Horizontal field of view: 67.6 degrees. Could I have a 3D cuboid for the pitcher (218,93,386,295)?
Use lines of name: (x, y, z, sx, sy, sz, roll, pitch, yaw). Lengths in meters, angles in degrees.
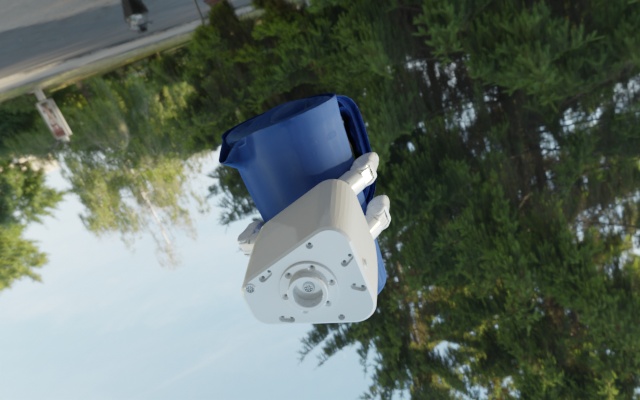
pitcher: (0.000, 0.002, 0.562, 0.149, 0.243, 0.145, -18, 19, 10)
